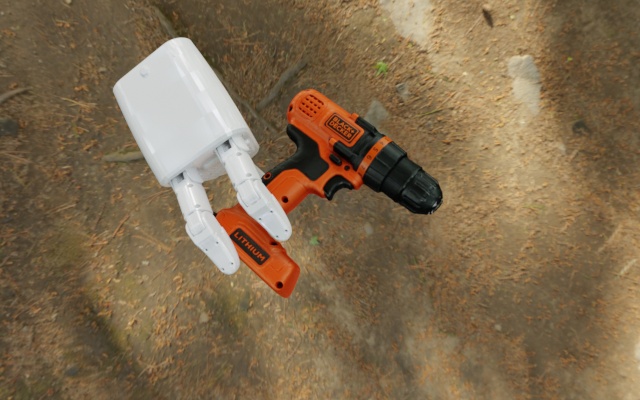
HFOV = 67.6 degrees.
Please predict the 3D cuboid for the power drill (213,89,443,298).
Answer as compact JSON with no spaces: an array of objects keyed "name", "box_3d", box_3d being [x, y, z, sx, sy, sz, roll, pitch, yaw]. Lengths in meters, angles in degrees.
[{"name":"power drill","box_3d":[0.000,0.002,0.471,0.184,0.187,0.057,38,-11,17]}]
